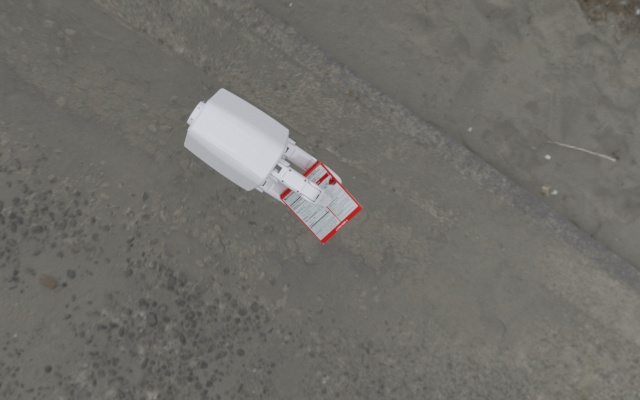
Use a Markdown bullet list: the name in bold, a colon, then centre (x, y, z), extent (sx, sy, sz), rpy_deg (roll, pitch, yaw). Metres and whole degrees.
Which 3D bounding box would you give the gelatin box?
- **gelatin box**: centre (0.000, 0.002, 0.643), extent (0.073, 0.089, 0.030), rpy_deg (-43, 10, 0)
